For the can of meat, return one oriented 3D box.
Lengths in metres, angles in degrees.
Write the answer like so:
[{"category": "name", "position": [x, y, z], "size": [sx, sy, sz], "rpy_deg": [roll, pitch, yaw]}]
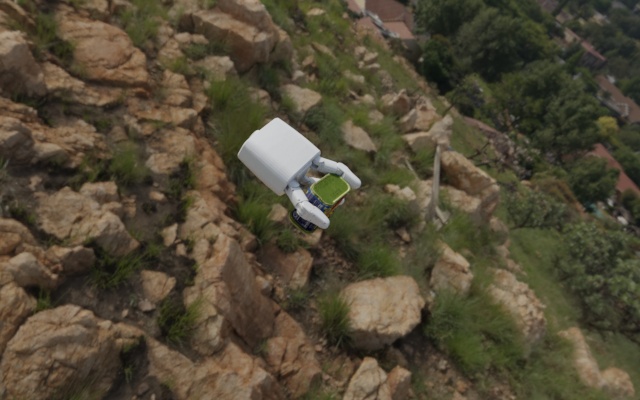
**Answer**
[{"category": "can of meat", "position": [0.000, 0.003, 0.878], "size": [0.084, 0.057, 0.102], "rpy_deg": [-53, -9, 36]}]
